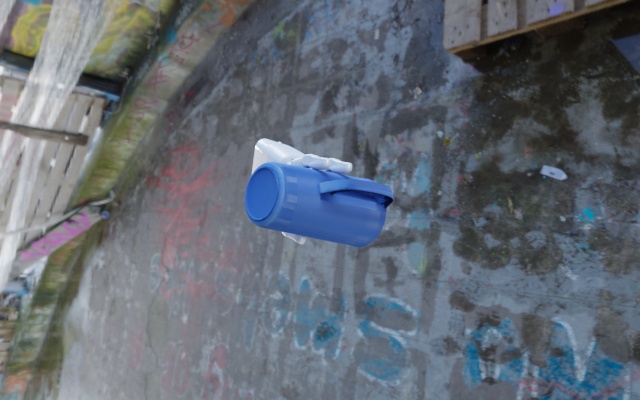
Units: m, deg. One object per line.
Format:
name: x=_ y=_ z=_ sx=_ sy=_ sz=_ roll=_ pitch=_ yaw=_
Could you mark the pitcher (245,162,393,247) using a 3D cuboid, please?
pitcher: x=0.000 y=0.003 z=0.838 sx=0.243 sy=0.149 sz=0.145 roll=11 pitch=20 yaw=-42
